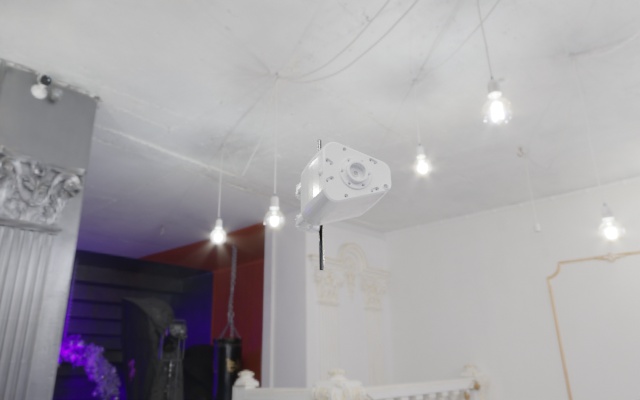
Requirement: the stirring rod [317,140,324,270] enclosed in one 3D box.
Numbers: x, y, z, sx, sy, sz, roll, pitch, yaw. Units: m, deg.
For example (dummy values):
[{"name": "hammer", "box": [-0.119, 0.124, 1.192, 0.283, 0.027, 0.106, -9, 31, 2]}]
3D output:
[{"name": "stirring rod", "box": [0.000, 0.003, 0.839, 0.011, 0.239, 0.011, -1, -19, 0]}]
